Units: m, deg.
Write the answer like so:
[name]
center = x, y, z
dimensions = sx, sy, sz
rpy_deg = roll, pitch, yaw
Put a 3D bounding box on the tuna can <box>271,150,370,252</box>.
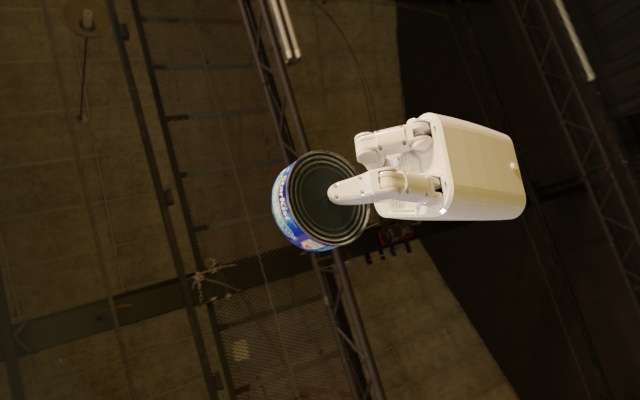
[tuna can]
center = 0.000, 0.002, 0.423
dimensions = 0.086, 0.086, 0.034
rpy_deg = 0, -16, -34
